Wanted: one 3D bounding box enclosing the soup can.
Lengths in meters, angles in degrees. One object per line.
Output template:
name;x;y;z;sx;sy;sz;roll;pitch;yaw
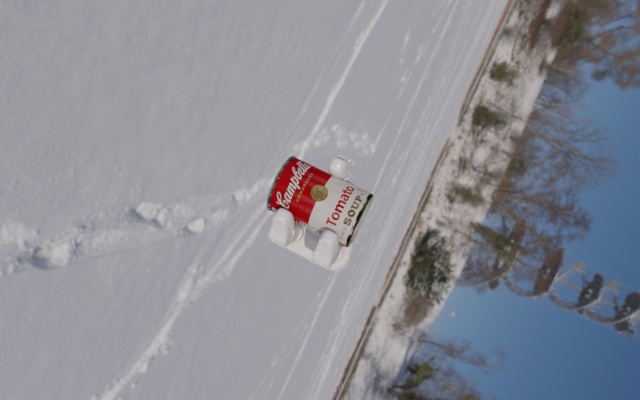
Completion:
soup can;0.000;0.002;0.535;0.102;0.068;0.068;26;4;9
